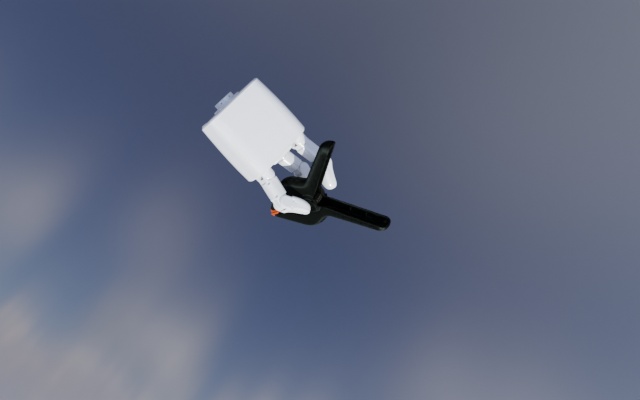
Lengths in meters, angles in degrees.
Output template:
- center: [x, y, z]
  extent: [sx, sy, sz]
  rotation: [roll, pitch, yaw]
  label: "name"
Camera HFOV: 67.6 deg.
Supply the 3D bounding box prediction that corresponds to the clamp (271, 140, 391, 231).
- center: [-0.001, 0.003, 0.752]
  extent: [0.210, 0.164, 0.036]
  rotation: [-23, 25, 48]
  label: "clamp"
